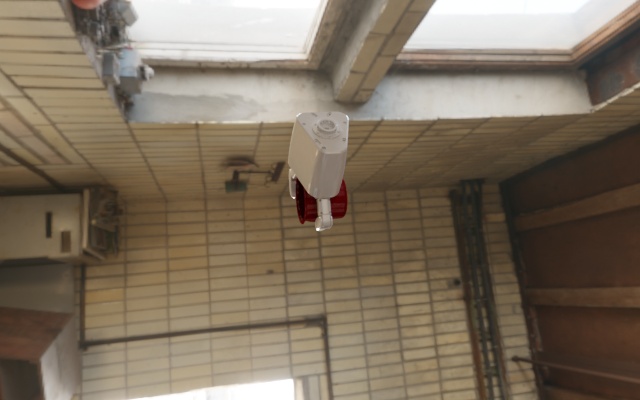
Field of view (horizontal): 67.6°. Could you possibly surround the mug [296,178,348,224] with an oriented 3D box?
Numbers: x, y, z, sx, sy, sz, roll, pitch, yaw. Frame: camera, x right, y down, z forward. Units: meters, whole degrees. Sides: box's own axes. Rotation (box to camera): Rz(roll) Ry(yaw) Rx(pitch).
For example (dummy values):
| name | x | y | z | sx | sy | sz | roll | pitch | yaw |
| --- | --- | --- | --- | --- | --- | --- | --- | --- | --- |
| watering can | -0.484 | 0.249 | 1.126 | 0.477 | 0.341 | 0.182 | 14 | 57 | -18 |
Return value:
| name | x | y | z | sx | sy | sz | roll | pitch | yaw |
| --- | --- | --- | --- | --- | --- | --- | --- | --- | --- |
| mug | 0.000 | 0.004 | 0.899 | 0.081 | 0.093 | 0.117 | -4 | -39 | -13 |
